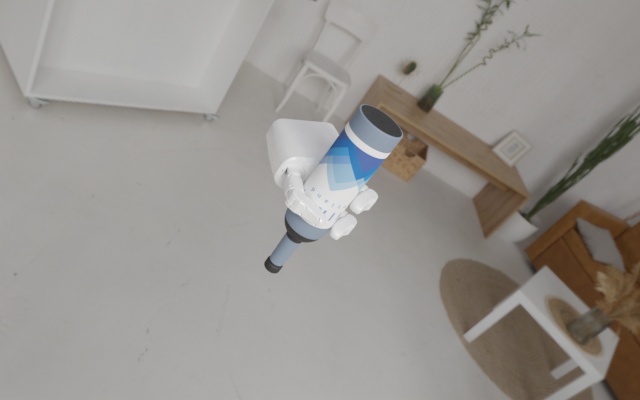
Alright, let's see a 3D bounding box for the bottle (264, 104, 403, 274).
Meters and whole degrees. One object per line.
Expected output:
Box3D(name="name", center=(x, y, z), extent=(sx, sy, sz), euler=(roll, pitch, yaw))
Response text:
Box3D(name="bottle", center=(0.000, 0.002, 0.669), extent=(0.069, 0.069, 0.296), euler=(0, -44, -45))
